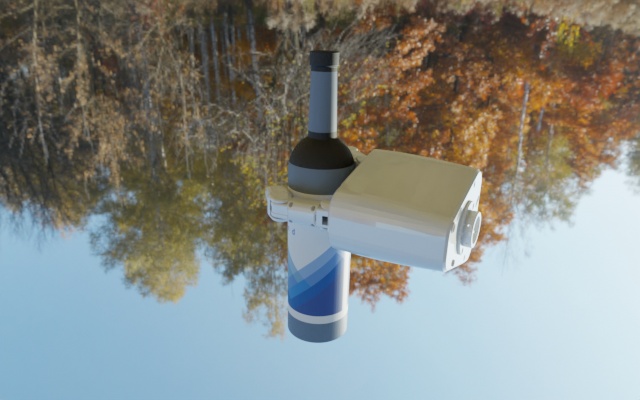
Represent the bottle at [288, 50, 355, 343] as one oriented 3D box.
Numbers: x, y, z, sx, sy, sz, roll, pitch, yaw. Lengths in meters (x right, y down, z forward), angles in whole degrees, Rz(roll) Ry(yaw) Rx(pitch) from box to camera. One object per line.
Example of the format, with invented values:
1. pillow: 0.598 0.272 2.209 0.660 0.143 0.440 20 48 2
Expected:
1. bottle: 0.000 0.002 0.487 0.069 0.296 0.069 1 20 0
